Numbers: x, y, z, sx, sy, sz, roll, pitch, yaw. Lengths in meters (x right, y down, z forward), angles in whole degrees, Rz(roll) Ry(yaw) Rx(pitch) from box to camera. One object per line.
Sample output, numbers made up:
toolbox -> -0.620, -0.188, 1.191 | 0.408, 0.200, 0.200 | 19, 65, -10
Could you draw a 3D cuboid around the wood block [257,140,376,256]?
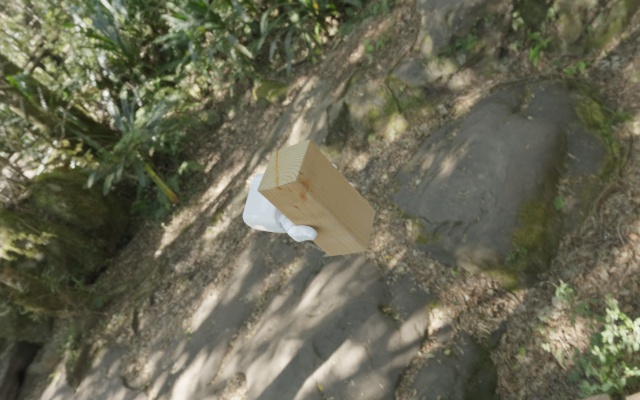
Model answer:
wood block -> 0.000, 0.003, 0.835 | 0.090, 0.090, 0.206 | -13, -44, 38
